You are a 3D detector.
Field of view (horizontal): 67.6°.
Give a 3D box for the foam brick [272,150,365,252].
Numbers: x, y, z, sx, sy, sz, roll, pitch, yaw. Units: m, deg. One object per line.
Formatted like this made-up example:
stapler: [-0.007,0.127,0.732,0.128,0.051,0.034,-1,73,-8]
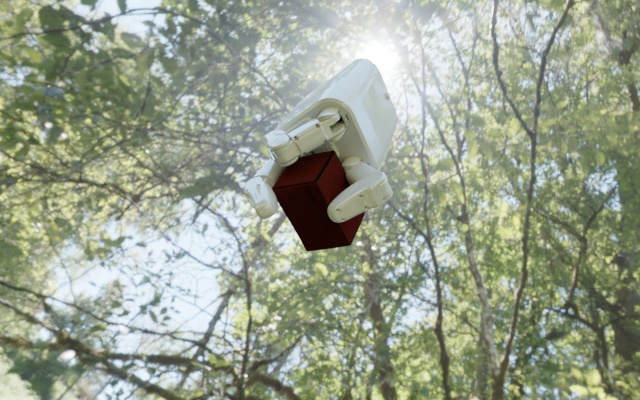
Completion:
foam brick: [0.000,0.002,0.455,0.053,0.078,0.051,-9,33,31]
